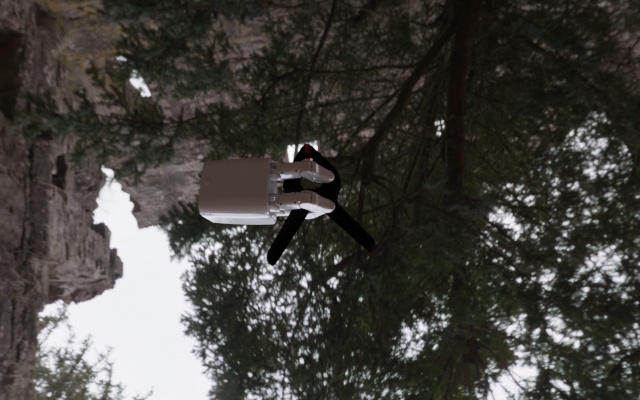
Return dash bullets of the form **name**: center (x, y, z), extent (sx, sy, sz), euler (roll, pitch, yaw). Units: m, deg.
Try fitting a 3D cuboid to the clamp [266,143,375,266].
- **clamp**: center (0.000, 0.002, 0.763), extent (0.164, 0.209, 0.036), euler (-1, -28, 2)
